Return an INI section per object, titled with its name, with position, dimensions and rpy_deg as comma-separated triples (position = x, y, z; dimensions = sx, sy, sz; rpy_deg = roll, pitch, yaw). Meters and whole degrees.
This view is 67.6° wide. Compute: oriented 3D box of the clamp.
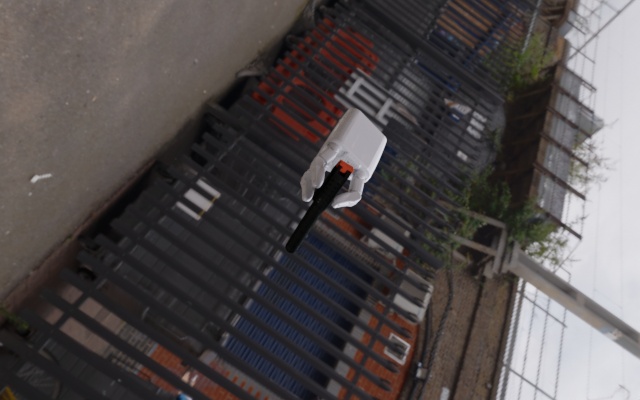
[clamp]
position = 0.001, 0.003, 0.881
dimensions = 0.036, 0.164, 0.210
rpy_deg = 30, -34, -6
